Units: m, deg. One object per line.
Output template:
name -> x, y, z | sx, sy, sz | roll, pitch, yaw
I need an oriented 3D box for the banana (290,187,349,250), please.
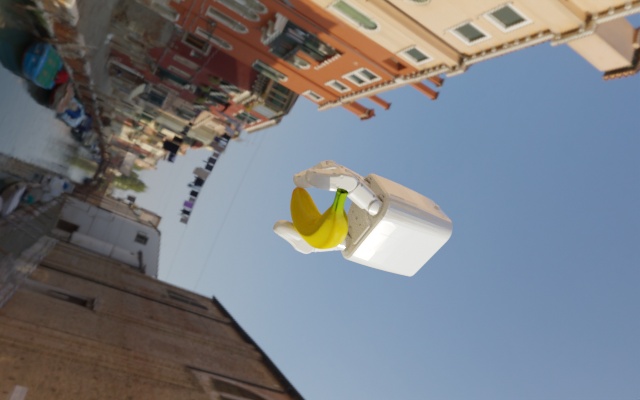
banana -> -0.003, 0.020, 0.563 | 0.037, 0.069, 0.198 | 15, -2, -18
